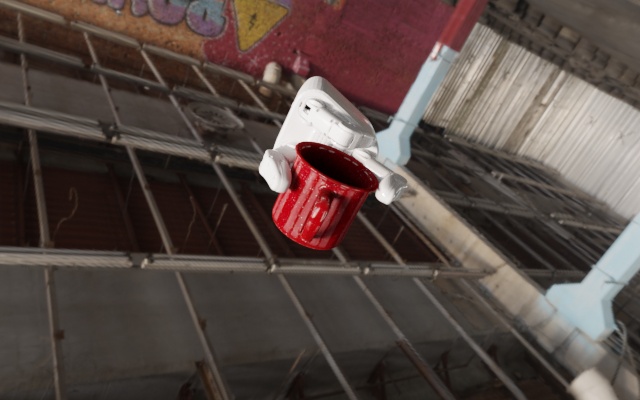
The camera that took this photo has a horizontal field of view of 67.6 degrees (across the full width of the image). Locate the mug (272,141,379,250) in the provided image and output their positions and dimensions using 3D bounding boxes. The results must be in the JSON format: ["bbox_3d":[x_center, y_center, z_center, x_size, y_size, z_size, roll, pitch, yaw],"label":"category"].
[{"bbox_3d":[0.000,0.002,0.484,0.093,0.081,0.117,24,24,-7],"label":"mug"}]
